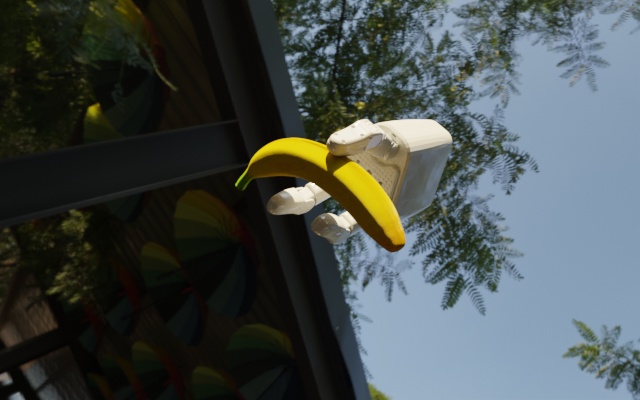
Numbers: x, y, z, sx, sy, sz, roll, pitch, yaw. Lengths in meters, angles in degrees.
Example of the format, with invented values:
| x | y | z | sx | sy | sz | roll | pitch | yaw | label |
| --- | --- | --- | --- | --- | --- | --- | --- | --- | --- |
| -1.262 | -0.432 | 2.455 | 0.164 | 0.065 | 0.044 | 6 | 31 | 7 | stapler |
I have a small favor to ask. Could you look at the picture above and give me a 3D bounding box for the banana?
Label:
| x | y | z | sx | sy | sz | roll | pitch | yaw | label |
| --- | --- | --- | --- | --- | --- | --- | --- | --- | --- |
| 0.000 | -0.017 | 0.444 | 0.197 | 0.070 | 0.037 | 21 | 20 | 35 | banana |
